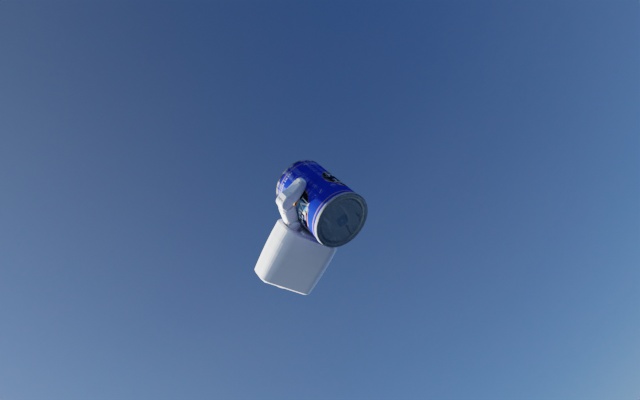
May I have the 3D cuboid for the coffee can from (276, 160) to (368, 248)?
[{"bbox_3d":[0.000,0.003,0.835,0.103,0.103,0.140,0,27,-36],"label":"coffee can"}]
